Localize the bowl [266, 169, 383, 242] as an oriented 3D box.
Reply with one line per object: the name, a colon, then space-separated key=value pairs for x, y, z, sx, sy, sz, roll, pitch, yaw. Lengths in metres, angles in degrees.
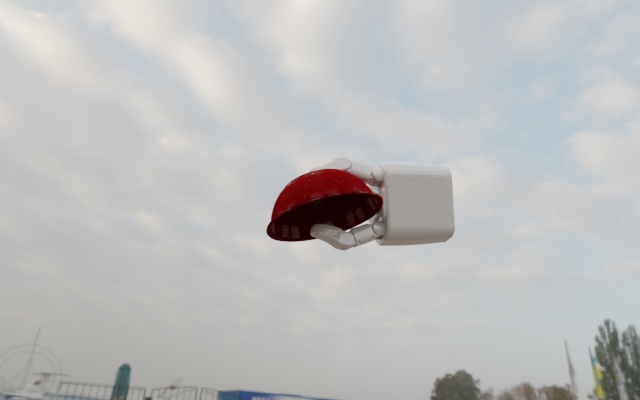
bowl: x=-0.001 y=0.002 z=0.646 sx=0.162 sy=0.055 sz=0.162 roll=-14 pitch=-21 yaw=-5
